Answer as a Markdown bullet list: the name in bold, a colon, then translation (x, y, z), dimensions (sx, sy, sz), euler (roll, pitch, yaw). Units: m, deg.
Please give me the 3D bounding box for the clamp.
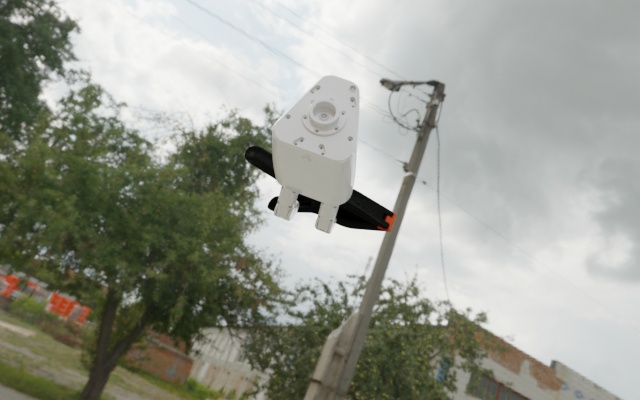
- **clamp**: translation (0.001, 0.002, 0.671), dimensions (0.210, 0.036, 0.165), euler (21, -22, 8)
